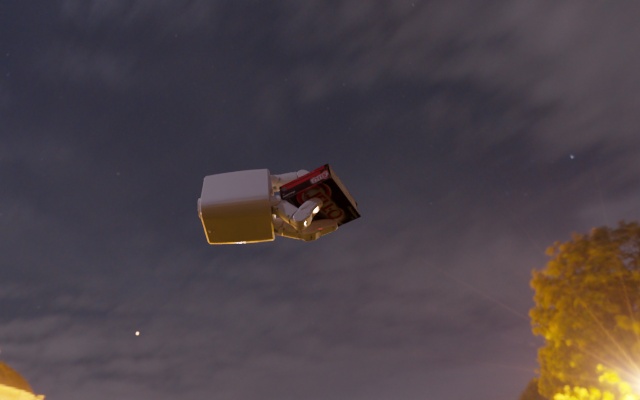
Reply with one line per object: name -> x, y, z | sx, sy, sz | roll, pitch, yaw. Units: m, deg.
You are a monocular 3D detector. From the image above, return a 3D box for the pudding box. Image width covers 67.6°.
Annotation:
pudding box -> 0.000, 0.002, 0.765 | 0.090, 0.039, 0.113 | -24, -42, 16
